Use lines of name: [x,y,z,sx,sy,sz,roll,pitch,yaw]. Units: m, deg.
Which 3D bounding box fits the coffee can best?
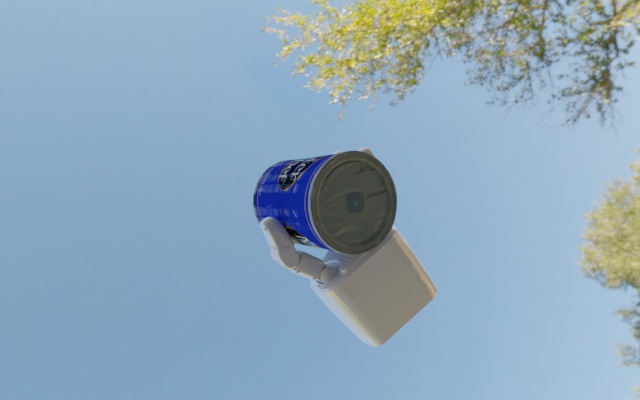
coffee can: [0.000,0.002,0.525,0.103,0.103,0.140,0,1,-30]
